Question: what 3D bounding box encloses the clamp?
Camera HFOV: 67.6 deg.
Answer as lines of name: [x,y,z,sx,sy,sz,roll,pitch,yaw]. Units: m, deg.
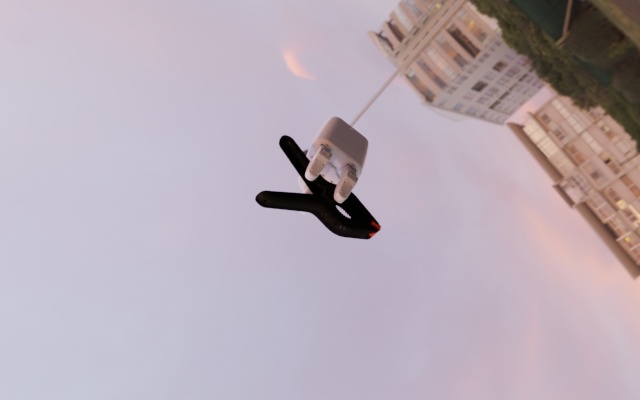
clamp: [0.000,0.003,0.727,0.036,0.210,0.164,-45,12,37]
